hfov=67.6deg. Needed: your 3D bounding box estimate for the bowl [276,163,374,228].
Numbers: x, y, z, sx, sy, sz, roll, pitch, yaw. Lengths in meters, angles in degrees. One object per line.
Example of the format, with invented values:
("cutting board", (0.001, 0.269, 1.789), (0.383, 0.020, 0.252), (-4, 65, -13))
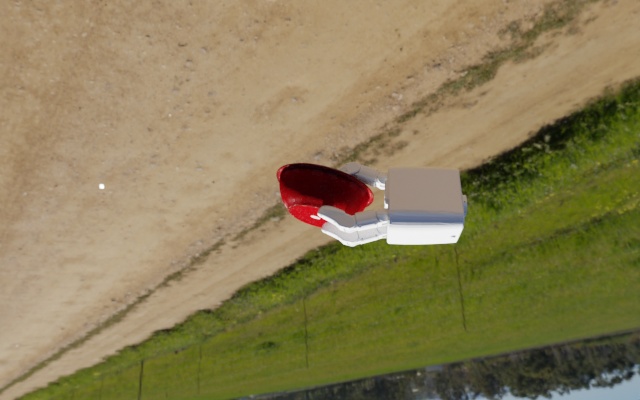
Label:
("bowl", (-0.001, 0.003, 0.756), (0.162, 0.055, 0.162), (14, -20, 5))
